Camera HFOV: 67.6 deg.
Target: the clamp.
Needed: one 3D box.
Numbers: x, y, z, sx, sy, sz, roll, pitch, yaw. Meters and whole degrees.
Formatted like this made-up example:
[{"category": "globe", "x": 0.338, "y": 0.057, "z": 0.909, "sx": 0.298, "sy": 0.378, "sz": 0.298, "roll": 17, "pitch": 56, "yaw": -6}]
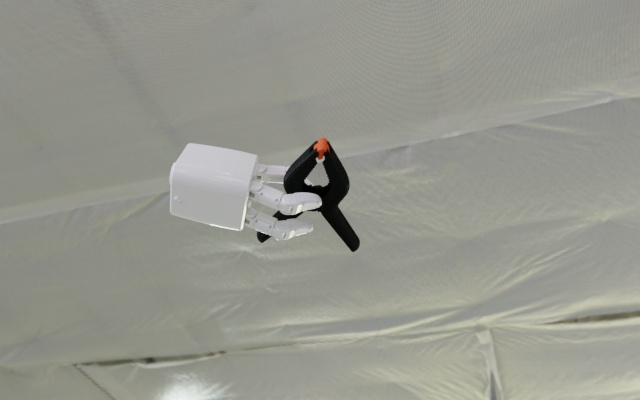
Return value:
[{"category": "clamp", "x": 0.000, "y": 0.001, "z": 0.708, "sx": 0.164, "sy": 0.210, "sz": 0.036, "roll": 10, "pitch": 42, "yaw": -8}]
